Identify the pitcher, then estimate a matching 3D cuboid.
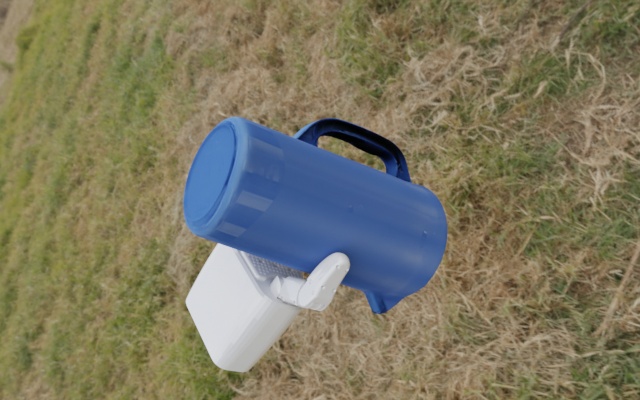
[{"bbox_3d":[0.000,0.002,0.472,0.243,0.145,0.149,21,26,-34],"label":"pitcher"}]
